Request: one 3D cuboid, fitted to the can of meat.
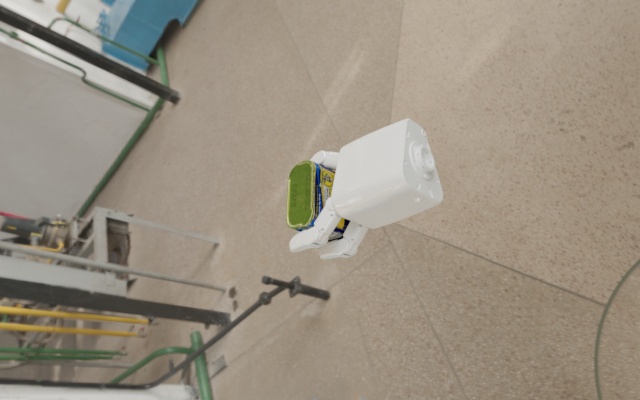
[{"bbox_3d":[0.000,0.002,0.670,0.057,0.102,0.084,-19,-29,40],"label":"can of meat"}]
